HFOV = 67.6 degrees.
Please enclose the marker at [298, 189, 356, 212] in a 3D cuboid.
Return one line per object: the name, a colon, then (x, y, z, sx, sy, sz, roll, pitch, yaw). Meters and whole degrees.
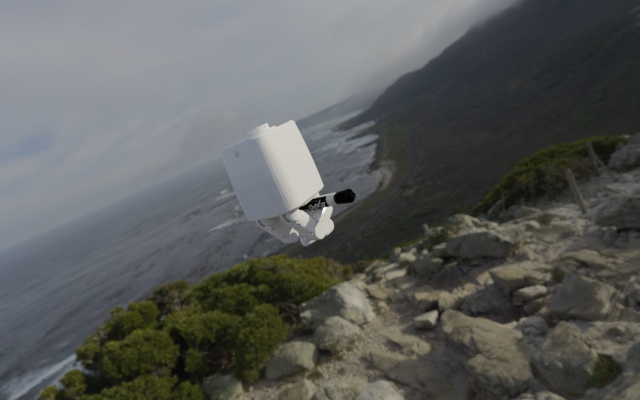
marker: (0.000, 0.002, 0.654, 0.020, 0.020, 0.121, 0, -9, -45)
